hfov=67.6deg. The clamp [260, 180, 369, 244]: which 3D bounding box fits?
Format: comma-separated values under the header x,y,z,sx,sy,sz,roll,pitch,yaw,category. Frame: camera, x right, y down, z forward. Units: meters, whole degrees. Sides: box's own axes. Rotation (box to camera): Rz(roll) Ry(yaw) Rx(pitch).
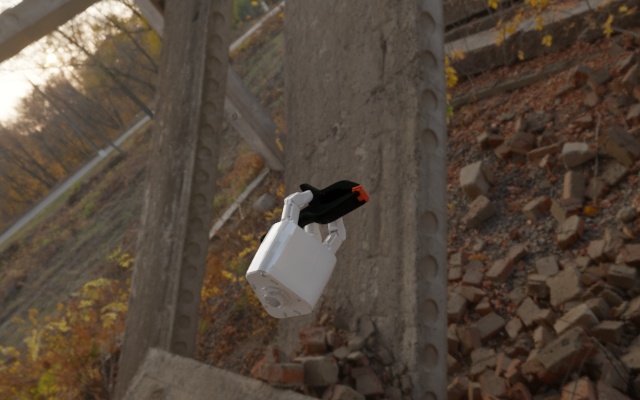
x,y,z,sx,sy,sz,roll,pitch,yaw,category
0.000,0.002,0.835,0.210,0.036,0.164,-20,29,38,clamp
